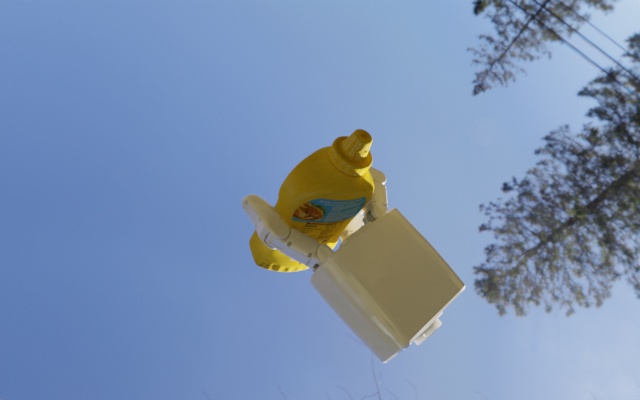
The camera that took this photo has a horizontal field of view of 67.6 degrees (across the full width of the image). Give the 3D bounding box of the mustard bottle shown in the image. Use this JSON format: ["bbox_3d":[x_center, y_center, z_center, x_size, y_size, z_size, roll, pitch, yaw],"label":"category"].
[{"bbox_3d":[0.000,0.001,0.487,0.096,0.058,0.192,-1,-37,-31],"label":"mustard bottle"}]
